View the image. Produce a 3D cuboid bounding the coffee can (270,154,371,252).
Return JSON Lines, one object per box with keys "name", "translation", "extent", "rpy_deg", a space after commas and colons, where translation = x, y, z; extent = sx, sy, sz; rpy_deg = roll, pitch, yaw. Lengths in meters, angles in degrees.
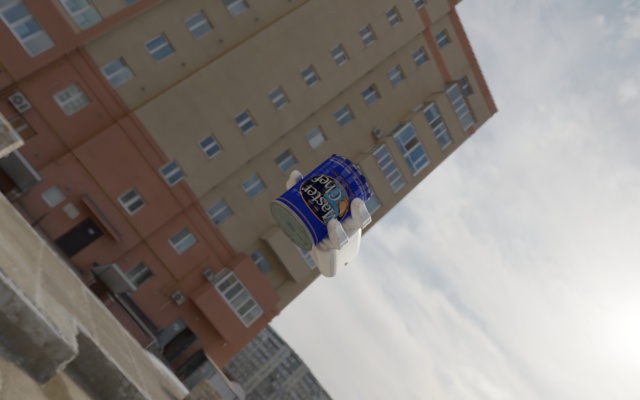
{"name": "coffee can", "translation": [0.000, 0.003, 0.806], "extent": [0.140, 0.103, 0.103], "rpy_deg": [-40, 17, -21]}
